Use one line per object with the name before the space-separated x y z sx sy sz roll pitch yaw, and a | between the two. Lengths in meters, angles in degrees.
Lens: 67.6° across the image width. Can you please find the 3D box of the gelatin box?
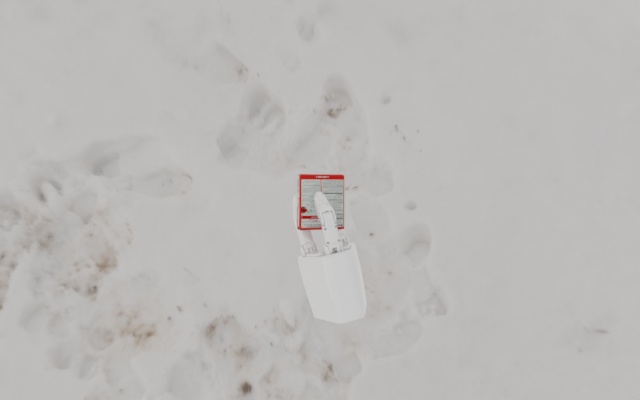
gelatin box | 0.000 0.002 0.763 0.073 0.089 0.030 0 2 -10
